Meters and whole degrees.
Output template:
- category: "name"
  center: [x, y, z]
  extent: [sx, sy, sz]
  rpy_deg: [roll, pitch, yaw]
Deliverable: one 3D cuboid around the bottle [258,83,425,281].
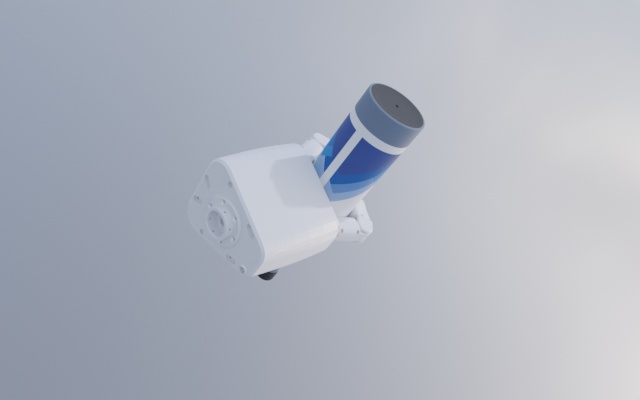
- category: "bottle"
  center: [0.000, 0.002, 0.546]
  extent: [0.069, 0.069, 0.296]
  rpy_deg: [0, -39, -41]
